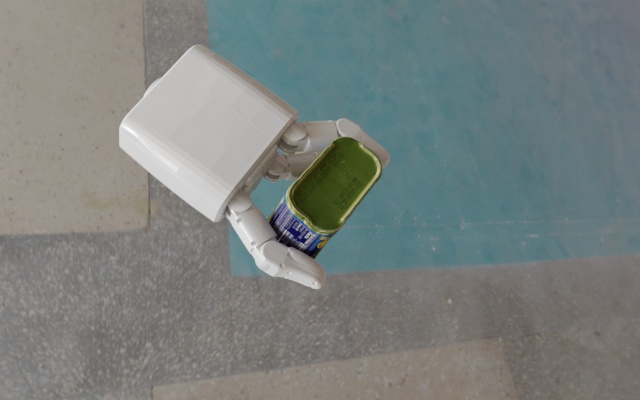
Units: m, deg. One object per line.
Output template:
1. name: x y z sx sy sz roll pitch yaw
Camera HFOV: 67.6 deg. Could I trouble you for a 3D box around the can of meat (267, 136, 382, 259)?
1. can of meat: 0.000 0.001 0.419 0.057 0.102 0.084 39 -33 1
